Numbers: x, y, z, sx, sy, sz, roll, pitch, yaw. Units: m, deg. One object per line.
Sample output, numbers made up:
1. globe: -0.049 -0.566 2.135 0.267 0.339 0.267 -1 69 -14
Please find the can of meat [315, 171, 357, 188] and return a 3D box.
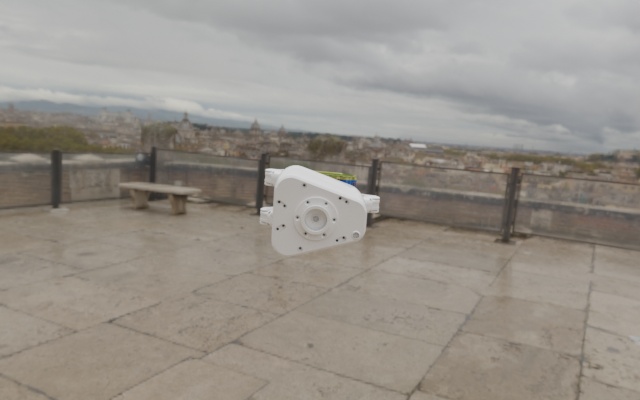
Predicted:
1. can of meat: 0.000 0.002 0.674 0.102 0.084 0.057 4 8 2
